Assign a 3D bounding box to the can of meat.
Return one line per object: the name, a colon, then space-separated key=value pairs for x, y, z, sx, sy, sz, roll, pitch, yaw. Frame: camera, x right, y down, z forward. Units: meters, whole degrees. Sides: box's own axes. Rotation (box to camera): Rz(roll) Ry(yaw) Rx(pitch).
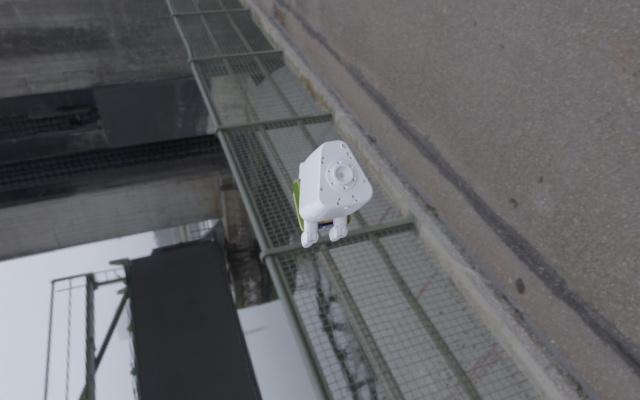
can of meat: x=0.000 y=0.003 z=0.876 sx=0.084 sy=0.102 sz=0.057 roll=-11 pitch=-5 yaw=-18
